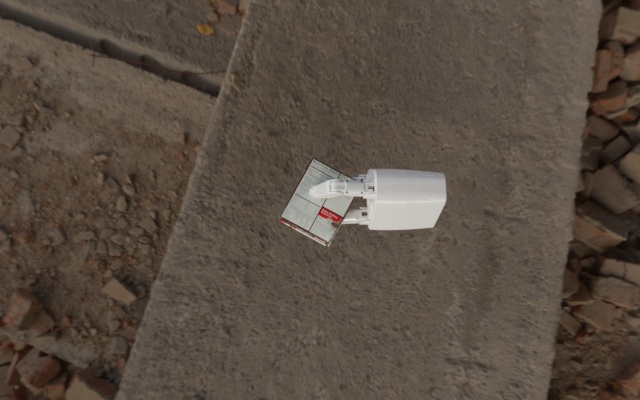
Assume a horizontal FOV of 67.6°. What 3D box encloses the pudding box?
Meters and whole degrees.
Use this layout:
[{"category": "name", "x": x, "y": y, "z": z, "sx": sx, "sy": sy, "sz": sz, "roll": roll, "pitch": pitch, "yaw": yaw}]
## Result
[{"category": "pudding box", "x": 0.000, "y": 0.002, "z": 0.747, "sx": 0.090, "sy": 0.113, "sz": 0.039, "roll": 28, "pitch": -12, "yaw": 4}]
